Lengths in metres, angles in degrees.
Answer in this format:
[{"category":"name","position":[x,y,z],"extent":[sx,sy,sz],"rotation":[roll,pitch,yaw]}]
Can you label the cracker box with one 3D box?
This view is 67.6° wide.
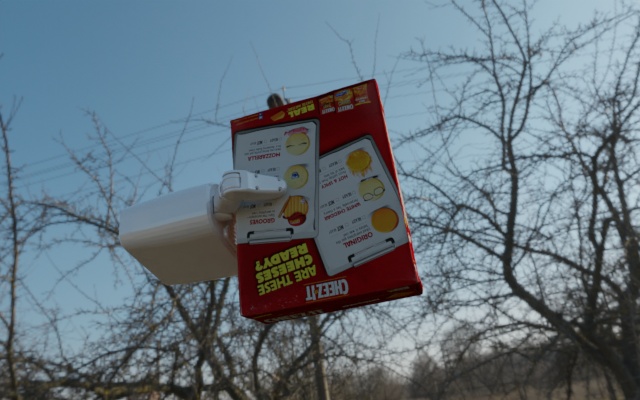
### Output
[{"category":"cracker box","position":[0.000,0.001,0.481],"extent":[0.164,0.213,0.072],"rotation":[-14,-24,13]}]
